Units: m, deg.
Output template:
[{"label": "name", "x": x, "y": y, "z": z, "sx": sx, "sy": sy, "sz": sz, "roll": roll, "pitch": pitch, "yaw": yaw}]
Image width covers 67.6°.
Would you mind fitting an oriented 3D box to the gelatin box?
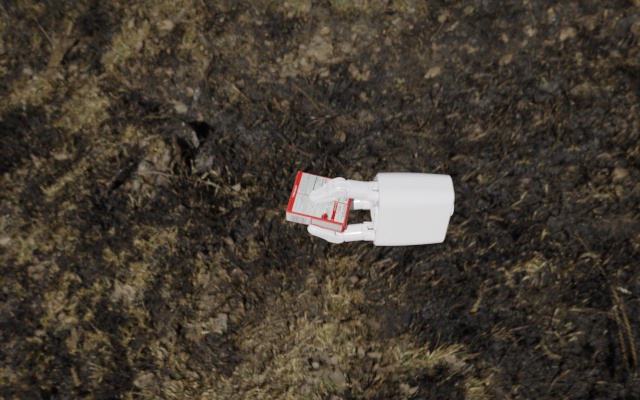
[{"label": "gelatin box", "x": 0.000, "y": 0.002, "z": 0.708, "sx": 0.089, "sy": 0.073, "sz": 0.030, "roll": 13, "pitch": -29, "yaw": 2}]
